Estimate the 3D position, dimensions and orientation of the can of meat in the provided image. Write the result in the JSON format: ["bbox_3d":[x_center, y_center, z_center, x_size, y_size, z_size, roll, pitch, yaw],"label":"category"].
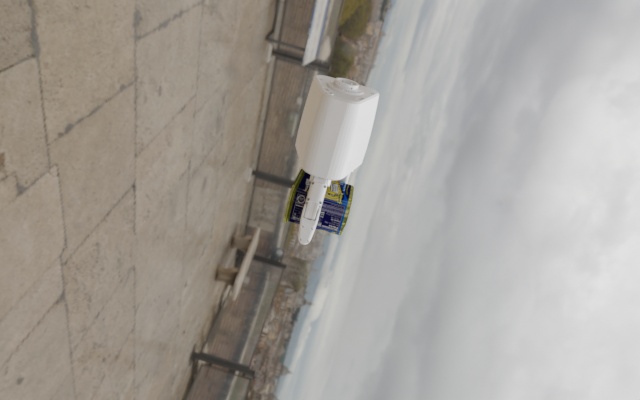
[{"bbox_3d":[0.000,0.002,0.680,0.084,0.057,0.102,15,23,1],"label":"can of meat"}]
